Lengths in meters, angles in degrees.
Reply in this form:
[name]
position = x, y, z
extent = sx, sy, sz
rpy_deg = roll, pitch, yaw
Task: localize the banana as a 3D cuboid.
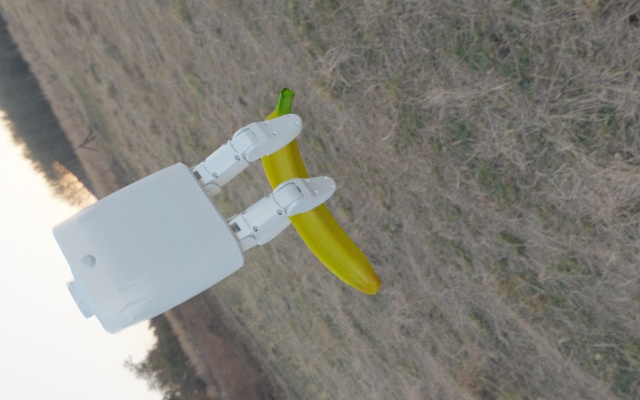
[banana]
position = -0.010, 0.001, 0.440
extent = 0.037, 0.198, 0.069
rpy_deg = -29, 5, -28
